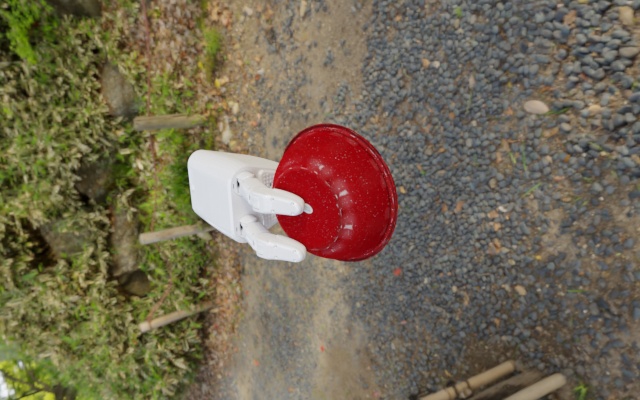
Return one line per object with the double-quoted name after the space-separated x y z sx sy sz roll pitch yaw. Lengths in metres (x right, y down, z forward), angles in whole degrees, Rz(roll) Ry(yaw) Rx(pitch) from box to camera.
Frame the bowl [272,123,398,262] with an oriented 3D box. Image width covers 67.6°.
0.001 0.002 0.514 0.162 0.162 0.055 0 18 39 "bowl"
